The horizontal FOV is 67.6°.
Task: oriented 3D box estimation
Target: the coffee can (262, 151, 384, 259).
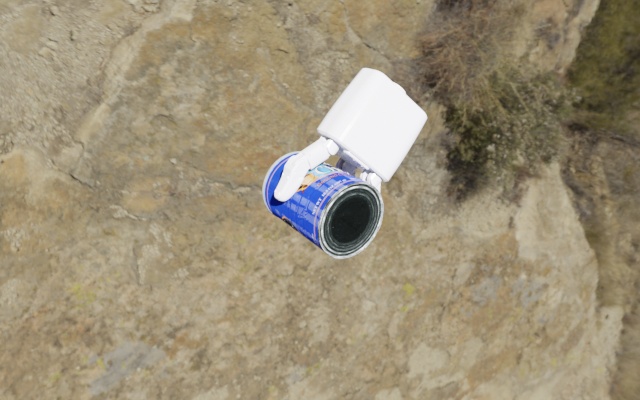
[{"bbox_3d":[0.000,0.002,0.640,0.103,0.103,0.140,0,20,-37],"label":"coffee can"}]
